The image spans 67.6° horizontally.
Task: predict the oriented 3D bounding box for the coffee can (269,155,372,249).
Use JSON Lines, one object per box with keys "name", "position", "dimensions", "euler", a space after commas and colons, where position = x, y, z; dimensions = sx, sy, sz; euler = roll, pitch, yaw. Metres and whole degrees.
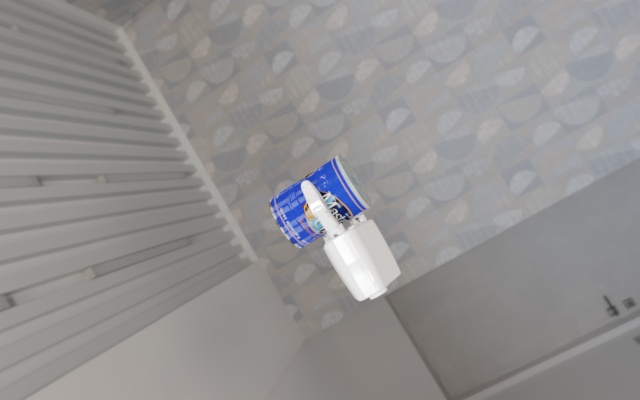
{"name": "coffee can", "position": [0.000, 0.002, 0.806], "dimensions": [0.140, 0.103, 0.103], "euler": [-32, -8, 12]}
